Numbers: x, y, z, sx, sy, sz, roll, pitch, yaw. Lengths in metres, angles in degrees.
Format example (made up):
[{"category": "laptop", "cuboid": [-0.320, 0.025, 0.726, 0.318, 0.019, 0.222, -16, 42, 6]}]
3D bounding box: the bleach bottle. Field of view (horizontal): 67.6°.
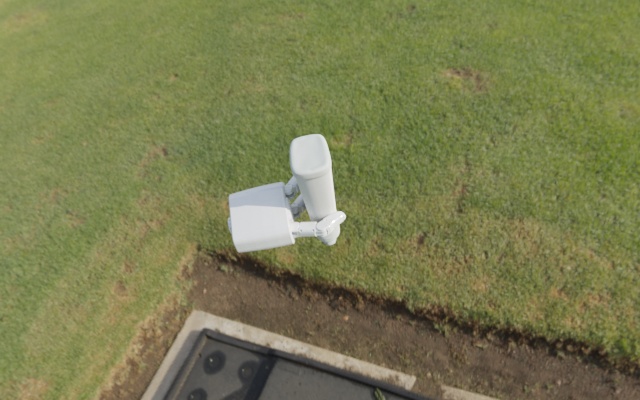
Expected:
[{"category": "bleach bottle", "cuboid": [0.000, 0.003, 0.886, 0.068, 0.102, 0.251, -11, -44, 2]}]
